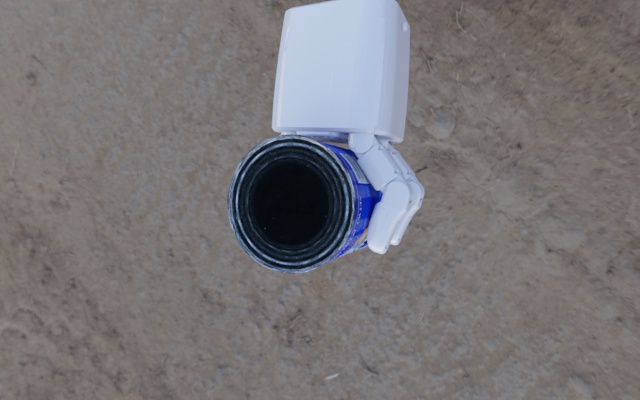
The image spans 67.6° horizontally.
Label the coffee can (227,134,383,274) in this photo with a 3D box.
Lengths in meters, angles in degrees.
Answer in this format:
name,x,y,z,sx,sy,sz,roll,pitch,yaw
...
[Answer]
name,x,y,z,sx,sy,sz,roll,pitch,yaw
coffee can,0.000,0.002,0.414,0.103,0.103,0.140,0,1,20
